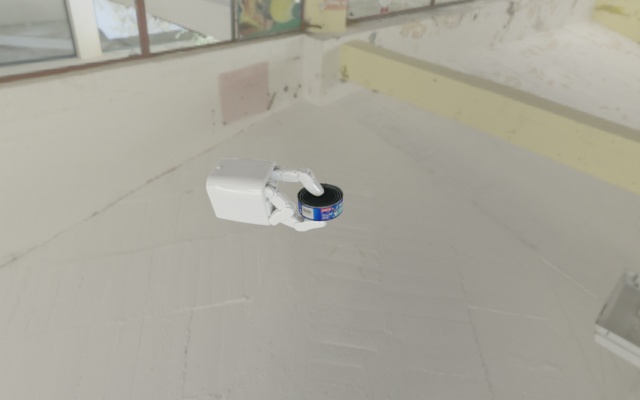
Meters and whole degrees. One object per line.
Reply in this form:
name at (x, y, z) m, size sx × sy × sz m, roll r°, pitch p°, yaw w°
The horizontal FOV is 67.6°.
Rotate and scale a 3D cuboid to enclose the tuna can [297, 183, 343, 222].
tuna can at (0.000, 0.003, 0.890) m, size 0.086 × 0.034 × 0.086 m, roll -2°, pitch 32°, yaw 1°
